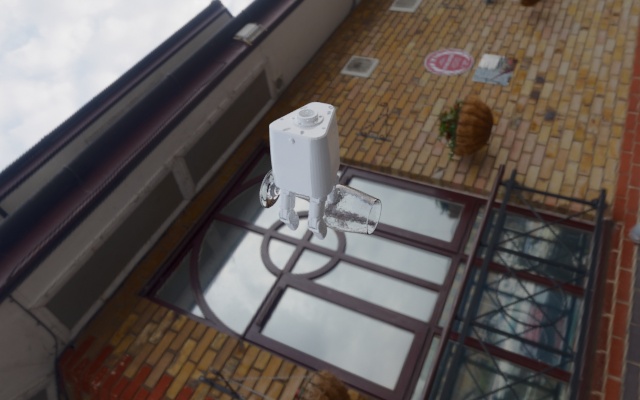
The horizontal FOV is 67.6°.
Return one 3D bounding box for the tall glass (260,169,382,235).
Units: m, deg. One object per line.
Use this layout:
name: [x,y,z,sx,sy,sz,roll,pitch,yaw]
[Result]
tall glass: [0.000,0.003,0.818,0.201,0.079,0.079,16,6,23]
